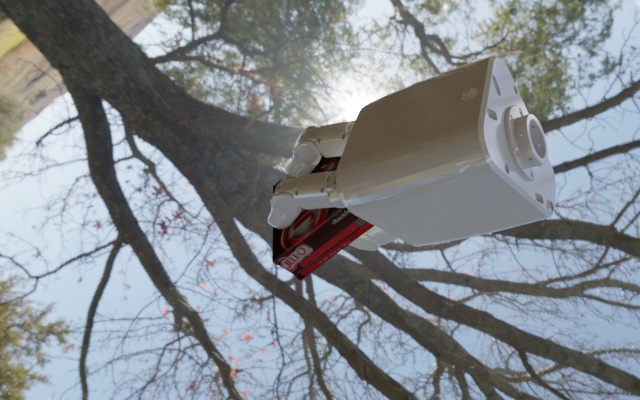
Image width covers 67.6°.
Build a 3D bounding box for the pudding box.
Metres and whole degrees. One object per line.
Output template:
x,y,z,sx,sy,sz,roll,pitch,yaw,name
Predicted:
0.000,0.001,0.418,0.090,0.039,0.113,-38,28,20,pudding box
